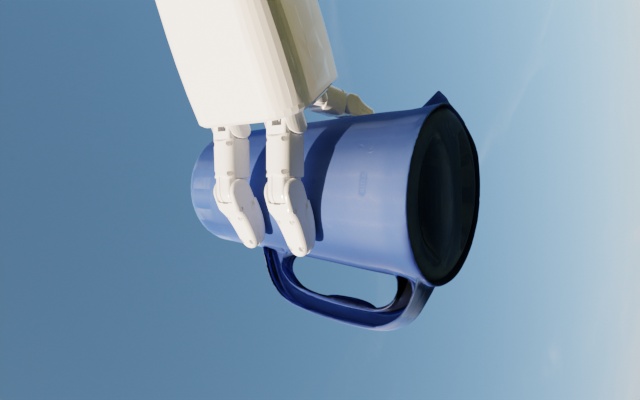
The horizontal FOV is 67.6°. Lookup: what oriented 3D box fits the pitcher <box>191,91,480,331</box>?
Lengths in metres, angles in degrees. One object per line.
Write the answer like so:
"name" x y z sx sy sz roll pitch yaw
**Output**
"pitcher" 0.000 0.001 0.413 0.243 0.145 0.149 3 31 37
